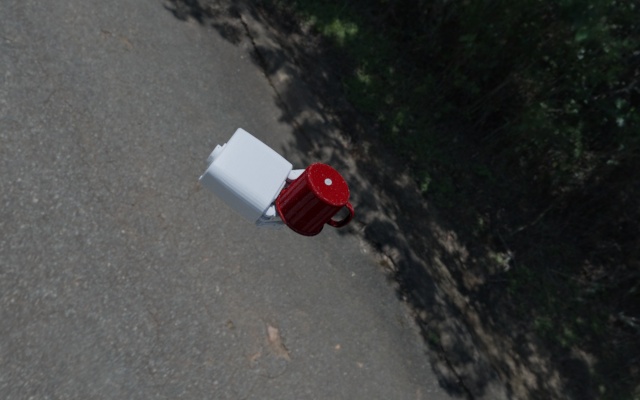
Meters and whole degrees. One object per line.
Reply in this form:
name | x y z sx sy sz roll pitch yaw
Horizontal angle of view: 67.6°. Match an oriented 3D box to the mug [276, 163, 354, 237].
mug | 0.001 0.003 0.743 0.117 0.093 0.081 34 -51 -16
